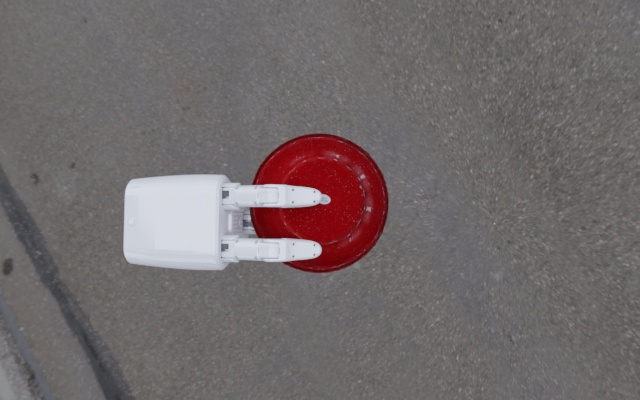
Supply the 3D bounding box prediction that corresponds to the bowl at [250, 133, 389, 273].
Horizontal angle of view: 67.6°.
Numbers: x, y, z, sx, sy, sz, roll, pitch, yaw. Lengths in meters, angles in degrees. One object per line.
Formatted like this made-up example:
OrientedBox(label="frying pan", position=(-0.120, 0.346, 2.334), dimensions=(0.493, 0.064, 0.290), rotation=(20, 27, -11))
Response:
OrientedBox(label="bowl", position=(0.001, 0.001, 0.526), dimensions=(0.162, 0.162, 0.055), rotation=(0, -2, -3))
